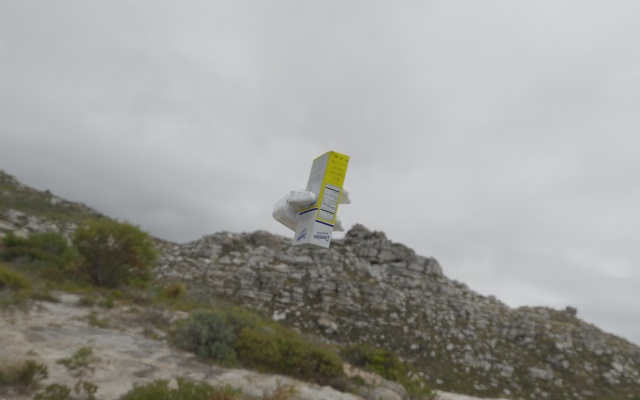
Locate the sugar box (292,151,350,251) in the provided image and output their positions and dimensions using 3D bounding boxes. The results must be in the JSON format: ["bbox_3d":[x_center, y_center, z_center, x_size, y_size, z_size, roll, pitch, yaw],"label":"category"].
[{"bbox_3d":[0.001,0.003,0.877,0.048,0.176,0.093,16,-13,-20],"label":"sugar box"}]
